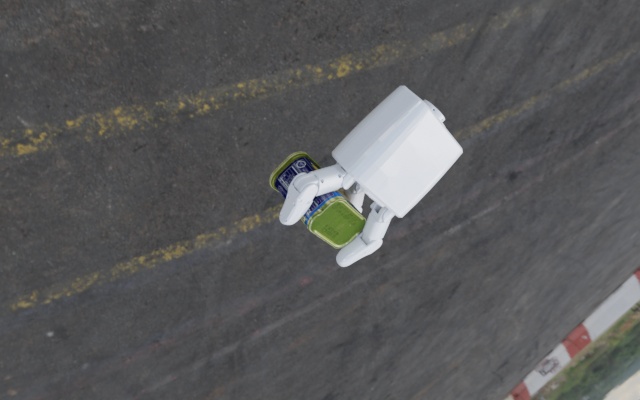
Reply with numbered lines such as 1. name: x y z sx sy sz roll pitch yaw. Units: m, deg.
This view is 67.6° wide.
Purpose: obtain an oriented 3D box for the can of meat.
1. can of meat: 0.000 0.002 0.560 0.084 0.057 0.102 50 6 33
